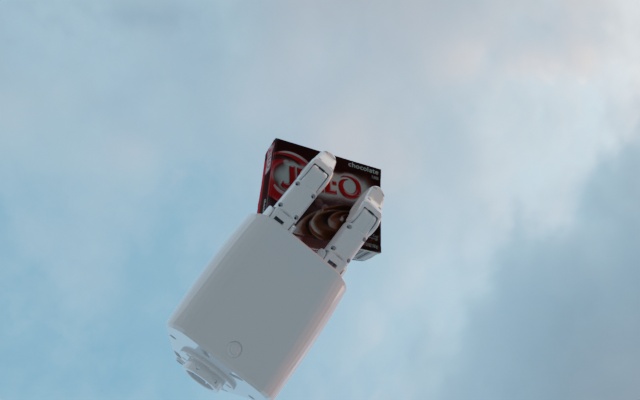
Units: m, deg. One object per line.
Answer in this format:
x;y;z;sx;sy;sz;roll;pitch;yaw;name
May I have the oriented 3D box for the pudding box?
0.000;0.002;0.440;0.113;0.090;0.039;16;-30;-21;pudding box
